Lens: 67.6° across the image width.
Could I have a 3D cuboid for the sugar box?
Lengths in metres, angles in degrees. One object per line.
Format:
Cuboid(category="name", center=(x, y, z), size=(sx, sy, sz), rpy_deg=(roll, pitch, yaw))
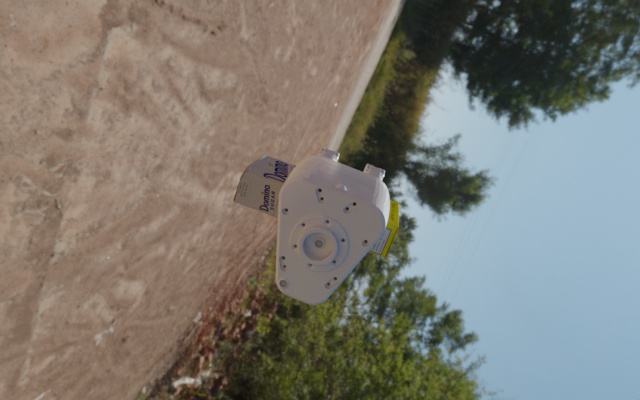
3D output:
Cuboid(category="sugar box", center=(0.000, 0.001, 0.545), size=(0.176, 0.048, 0.093), rpy_deg=(22, 18, 1))
